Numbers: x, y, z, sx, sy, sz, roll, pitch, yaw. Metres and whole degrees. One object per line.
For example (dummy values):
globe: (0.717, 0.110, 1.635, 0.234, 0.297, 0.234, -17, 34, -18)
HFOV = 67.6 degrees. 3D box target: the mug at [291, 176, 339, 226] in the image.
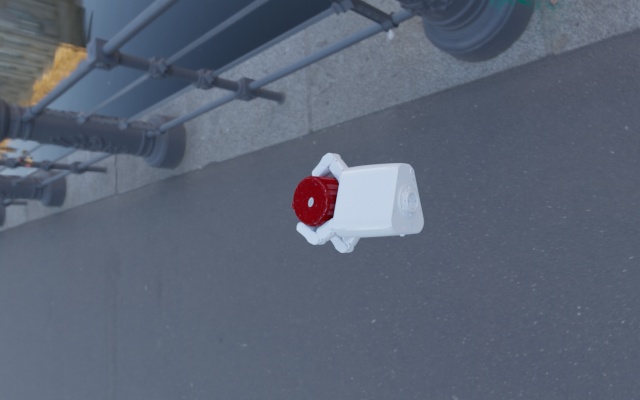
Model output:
mug: (-0.001, 0.003, 0.804, 0.117, 0.093, 0.081, -5, -5, 42)
